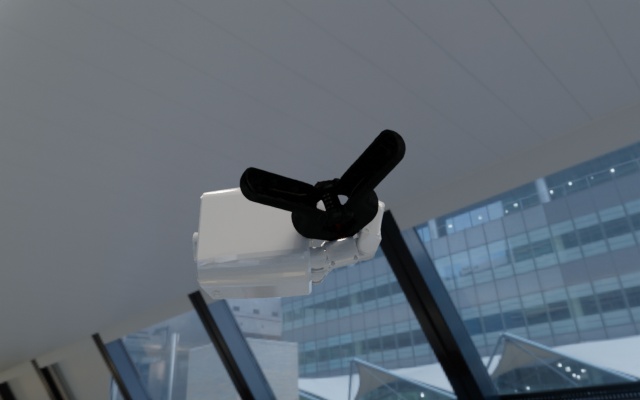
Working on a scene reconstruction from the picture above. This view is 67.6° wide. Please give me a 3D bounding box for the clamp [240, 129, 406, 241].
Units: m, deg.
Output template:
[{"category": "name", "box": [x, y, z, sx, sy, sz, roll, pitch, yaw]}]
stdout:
[{"category": "clamp", "box": [0.000, 0.001, 0.401, 0.120, 0.039, 0.171, -7, -25, -4]}]
